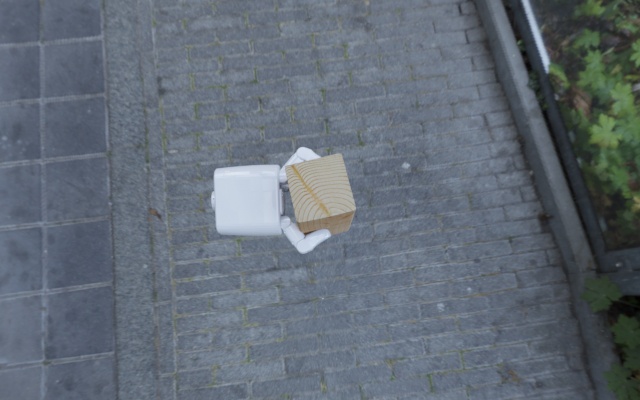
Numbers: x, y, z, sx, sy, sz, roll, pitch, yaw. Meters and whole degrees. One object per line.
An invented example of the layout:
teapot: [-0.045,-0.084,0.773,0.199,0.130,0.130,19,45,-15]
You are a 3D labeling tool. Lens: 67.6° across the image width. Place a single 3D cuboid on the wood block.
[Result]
wood block: [0.000,0.003,0.794,0.090,0.091,0.206,-13,-11,-2]
